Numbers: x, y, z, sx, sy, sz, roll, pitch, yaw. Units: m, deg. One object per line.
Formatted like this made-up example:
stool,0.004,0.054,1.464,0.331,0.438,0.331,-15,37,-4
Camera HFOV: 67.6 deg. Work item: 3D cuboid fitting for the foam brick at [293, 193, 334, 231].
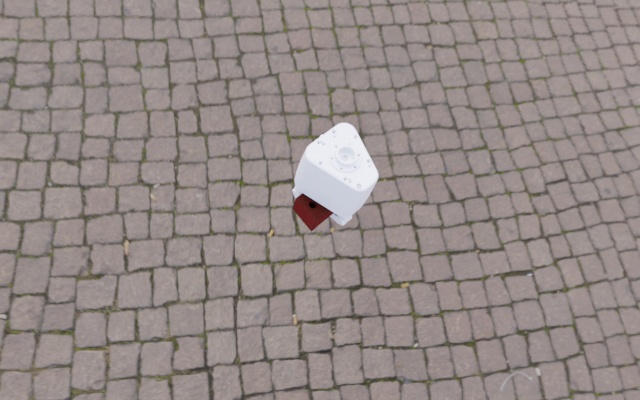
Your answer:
foam brick,0.000,0.003,0.801,0.078,0.053,0.051,-39,-11,-21
